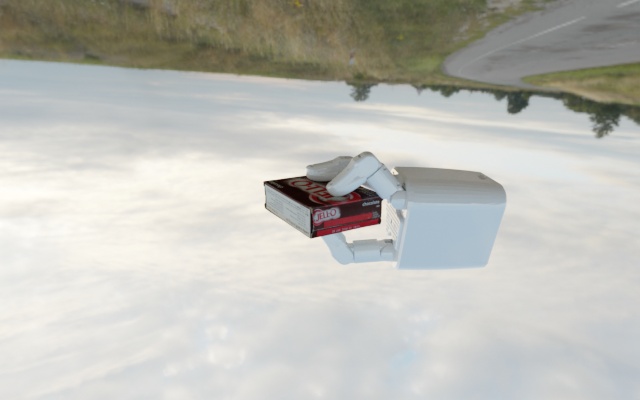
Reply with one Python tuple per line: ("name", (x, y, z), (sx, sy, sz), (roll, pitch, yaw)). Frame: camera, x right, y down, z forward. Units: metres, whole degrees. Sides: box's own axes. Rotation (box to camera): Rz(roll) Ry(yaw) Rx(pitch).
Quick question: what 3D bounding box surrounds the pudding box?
("pudding box", (0.000, 0.002, 0.528), (0.090, 0.039, 0.113), (-9, 18, -31))
